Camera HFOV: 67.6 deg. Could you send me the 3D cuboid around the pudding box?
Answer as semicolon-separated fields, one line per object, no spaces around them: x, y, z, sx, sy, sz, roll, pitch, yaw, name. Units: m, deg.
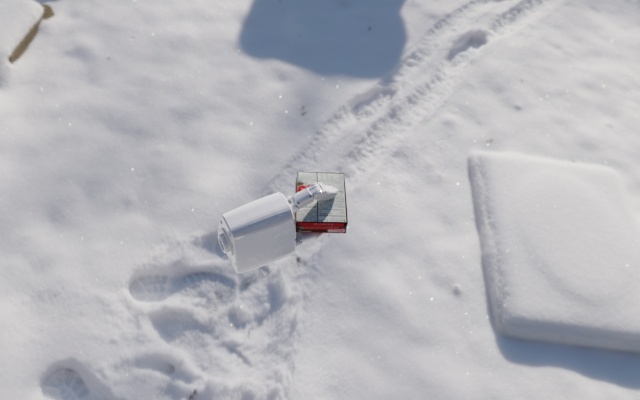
0.000;0.003;0.837;0.090;0.113;0.039;2;-34;-4;pudding box
